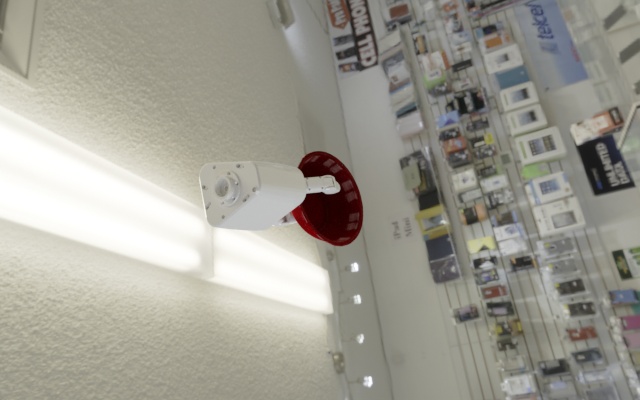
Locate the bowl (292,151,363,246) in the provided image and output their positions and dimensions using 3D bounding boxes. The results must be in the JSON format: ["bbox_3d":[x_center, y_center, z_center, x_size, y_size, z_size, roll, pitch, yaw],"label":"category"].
[{"bbox_3d":[0.001,0.003,0.792,0.055,0.162,0.162,-22,-14,40],"label":"bowl"}]
